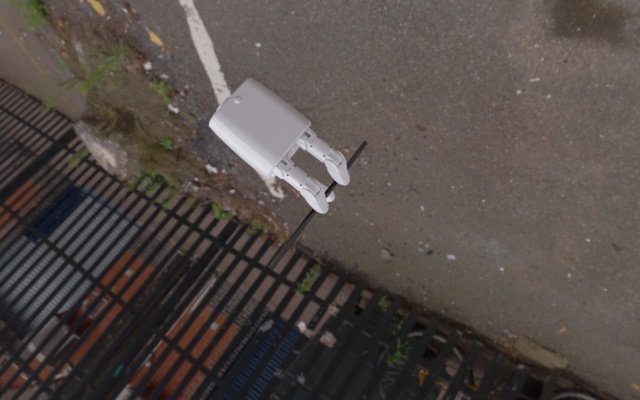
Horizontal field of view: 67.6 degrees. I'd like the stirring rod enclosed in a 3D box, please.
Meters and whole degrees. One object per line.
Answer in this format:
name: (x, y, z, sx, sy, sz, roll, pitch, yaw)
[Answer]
stirring rod: (0.000, 0.002, 0.681, 0.011, 0.239, 0.011, 32, -21, 14)
